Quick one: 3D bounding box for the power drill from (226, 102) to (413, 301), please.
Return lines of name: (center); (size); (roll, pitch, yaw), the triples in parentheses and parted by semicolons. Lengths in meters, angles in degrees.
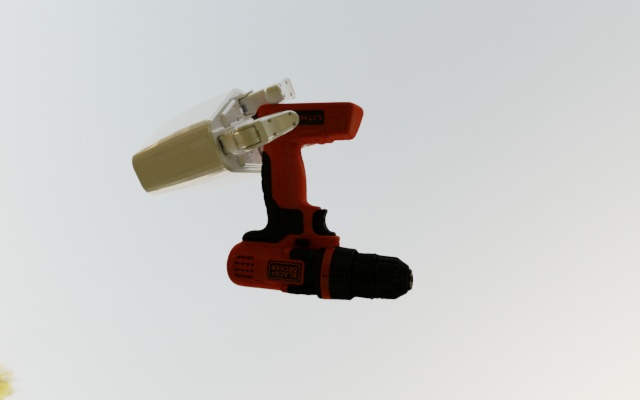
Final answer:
power drill: (0.000, 0.001, 0.464); (0.184, 0.187, 0.057); (3, -2, 14)
